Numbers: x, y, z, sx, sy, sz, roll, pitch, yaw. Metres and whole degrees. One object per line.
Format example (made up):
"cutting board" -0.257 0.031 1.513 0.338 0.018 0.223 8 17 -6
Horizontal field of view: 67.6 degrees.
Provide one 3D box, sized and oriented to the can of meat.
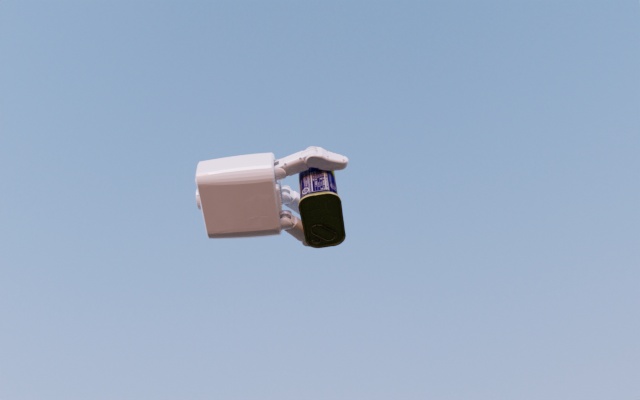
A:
"can of meat" 0.000 0.002 0.676 0.057 0.102 0.083 -8 42 2
